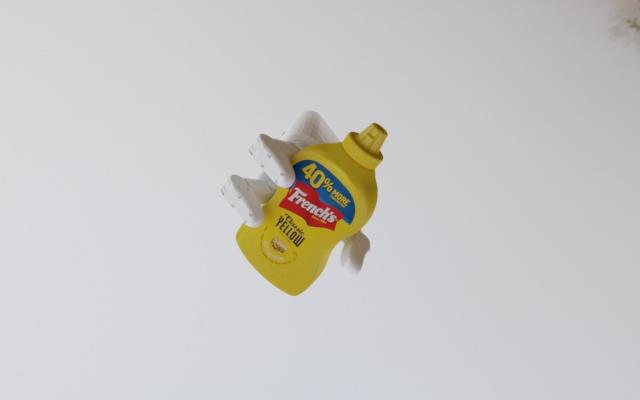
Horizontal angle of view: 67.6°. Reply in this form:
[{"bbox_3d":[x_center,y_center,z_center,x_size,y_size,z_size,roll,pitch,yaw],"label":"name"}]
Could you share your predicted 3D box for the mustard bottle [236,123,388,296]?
[{"bbox_3d":[0.000,0.002,0.473,0.096,0.192,0.058,44,25,11],"label":"mustard bottle"}]
